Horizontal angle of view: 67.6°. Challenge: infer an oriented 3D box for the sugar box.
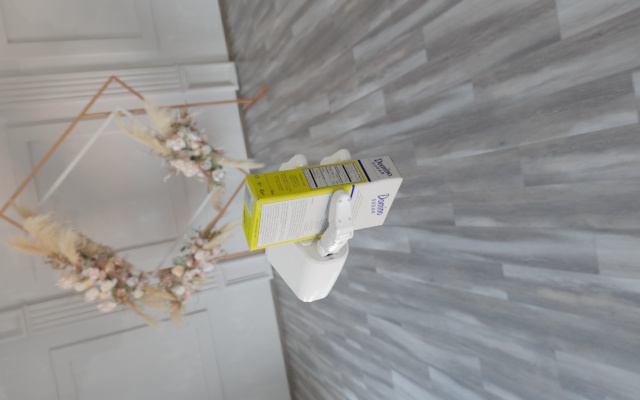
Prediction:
[{"bbox_3d":[0.000,0.002,0.561,0.176,0.048,0.093,-11,-36,-22],"label":"sugar box"}]
